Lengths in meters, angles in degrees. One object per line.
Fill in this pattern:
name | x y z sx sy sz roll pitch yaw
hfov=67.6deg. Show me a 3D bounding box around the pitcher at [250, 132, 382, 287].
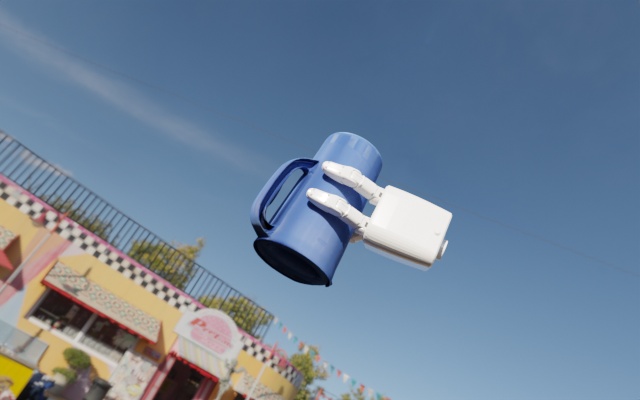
pitcher | 0.000 0.003 0.765 0.145 0.242 0.149 23 -27 12
